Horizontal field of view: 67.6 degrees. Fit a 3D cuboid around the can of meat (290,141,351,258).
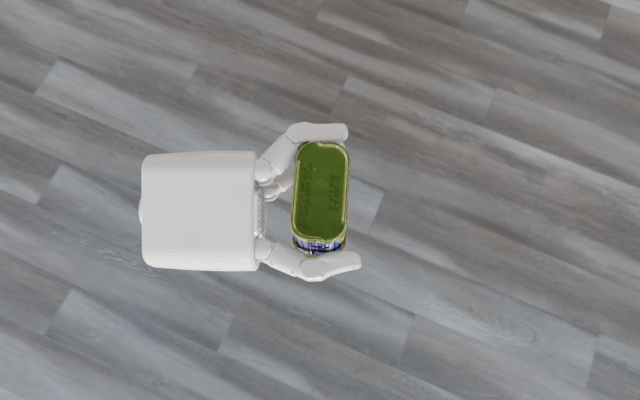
[{"bbox_3d":[0.000,0.002,0.474,0.057,0.102,0.084,3,-16,2],"label":"can of meat"}]
